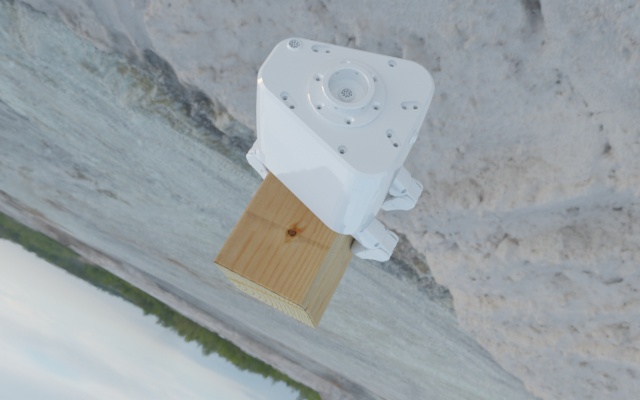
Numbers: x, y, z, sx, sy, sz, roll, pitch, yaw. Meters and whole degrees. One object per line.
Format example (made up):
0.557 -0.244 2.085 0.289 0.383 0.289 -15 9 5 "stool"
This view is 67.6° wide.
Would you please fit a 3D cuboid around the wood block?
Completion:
0.000 0.001 0.457 0.091 0.206 0.090 23 -21 17 "wood block"
